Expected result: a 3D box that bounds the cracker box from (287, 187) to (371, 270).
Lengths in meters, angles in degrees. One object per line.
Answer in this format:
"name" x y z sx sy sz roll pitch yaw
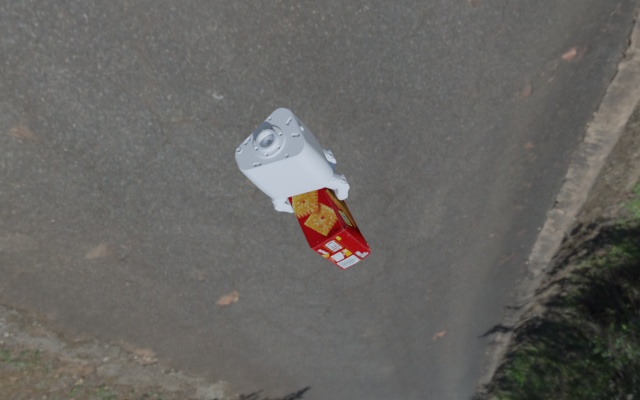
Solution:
"cracker box" 0.000 0.003 0.853 0.072 0.213 0.164 -31 -28 9
